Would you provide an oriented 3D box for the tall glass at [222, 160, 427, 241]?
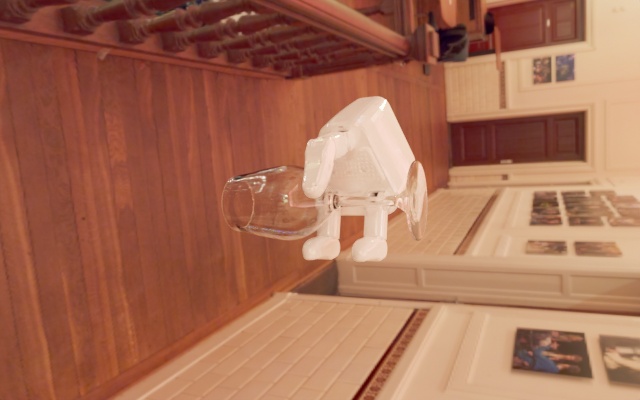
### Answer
[{"bbox_3d":[0.001,0.002,0.481,0.201,0.079,0.079,-1,-1,25],"label":"tall glass"}]
